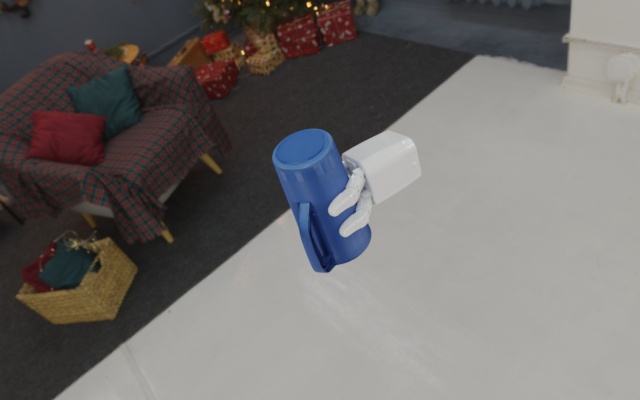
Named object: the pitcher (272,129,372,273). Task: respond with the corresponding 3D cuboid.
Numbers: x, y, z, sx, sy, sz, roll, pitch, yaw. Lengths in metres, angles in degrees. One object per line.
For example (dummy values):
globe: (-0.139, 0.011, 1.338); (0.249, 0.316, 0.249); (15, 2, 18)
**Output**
pitcher: (0.000, 0.003, 0.859); (0.145, 0.243, 0.149); (-30, 41, -9)
